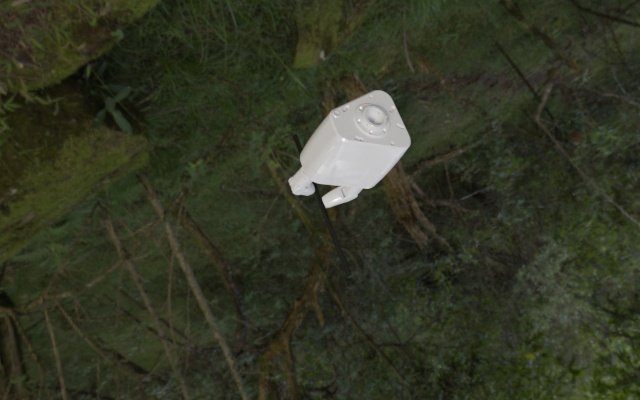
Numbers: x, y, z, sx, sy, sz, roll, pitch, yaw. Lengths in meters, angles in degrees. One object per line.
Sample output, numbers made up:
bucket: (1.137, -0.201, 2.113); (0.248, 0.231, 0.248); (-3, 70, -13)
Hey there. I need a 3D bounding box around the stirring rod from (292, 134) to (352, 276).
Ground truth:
stirring rod: (0.000, 0.002, 0.732); (0.011, 0.239, 0.011); (-19, -17, -6)
